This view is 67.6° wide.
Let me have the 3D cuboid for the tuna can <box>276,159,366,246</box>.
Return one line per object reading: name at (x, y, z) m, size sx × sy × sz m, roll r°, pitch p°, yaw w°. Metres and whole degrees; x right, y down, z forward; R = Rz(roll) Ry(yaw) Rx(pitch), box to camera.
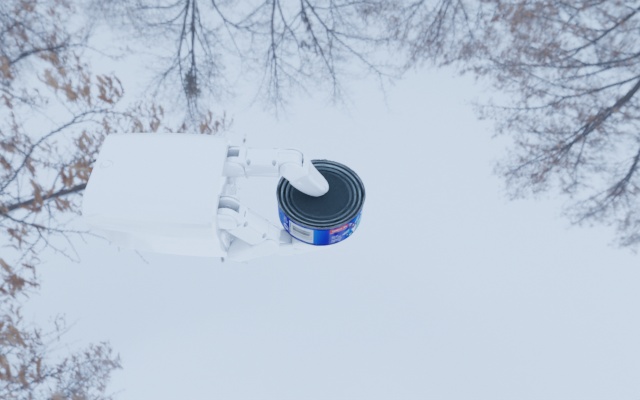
tuna can at (0.000, 0.002, 0.469) m, size 0.086 × 0.086 × 0.034 m, roll 0°, pitch -38°, yaw -2°
